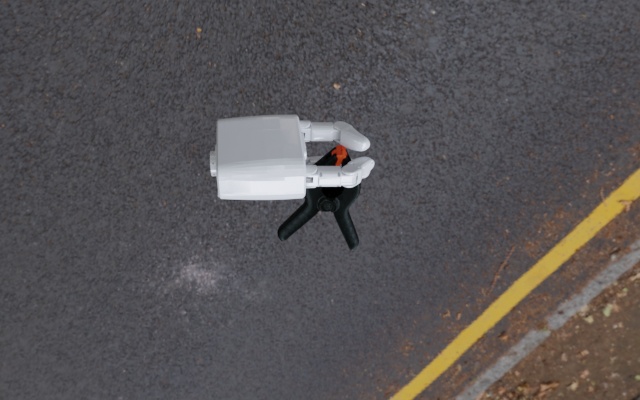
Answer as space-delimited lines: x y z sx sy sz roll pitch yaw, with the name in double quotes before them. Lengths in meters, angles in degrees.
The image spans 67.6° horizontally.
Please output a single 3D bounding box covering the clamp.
"clamp" 0.000 0.002 0.664 0.120 0.172 0.039 -2 35 -7
